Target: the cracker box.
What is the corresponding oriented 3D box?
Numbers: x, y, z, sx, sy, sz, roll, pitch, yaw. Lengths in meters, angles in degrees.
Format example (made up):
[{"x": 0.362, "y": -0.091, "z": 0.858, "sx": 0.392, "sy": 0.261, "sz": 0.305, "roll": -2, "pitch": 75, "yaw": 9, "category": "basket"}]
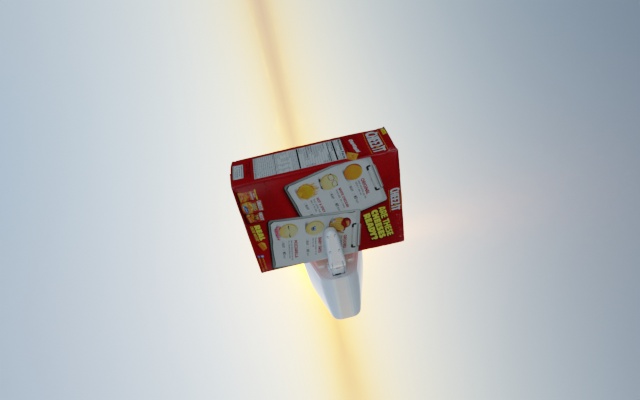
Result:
[{"x": 0.000, "y": 0.002, "z": 0.658, "sx": 0.213, "sy": 0.164, "sz": 0.072, "roll": -13, "pitch": 40, "yaw": -2, "category": "cracker box"}]
